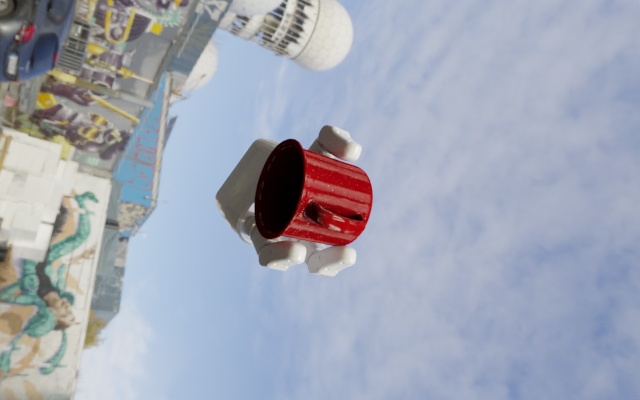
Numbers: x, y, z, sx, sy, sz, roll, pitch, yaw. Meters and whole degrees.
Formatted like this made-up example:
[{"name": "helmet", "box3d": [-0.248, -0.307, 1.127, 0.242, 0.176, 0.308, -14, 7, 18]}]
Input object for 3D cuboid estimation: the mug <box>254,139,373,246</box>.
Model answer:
[{"name": "mug", "box3d": [0.001, 0.002, 0.438, 0.081, 0.093, 0.117, 15, 11, -31]}]
